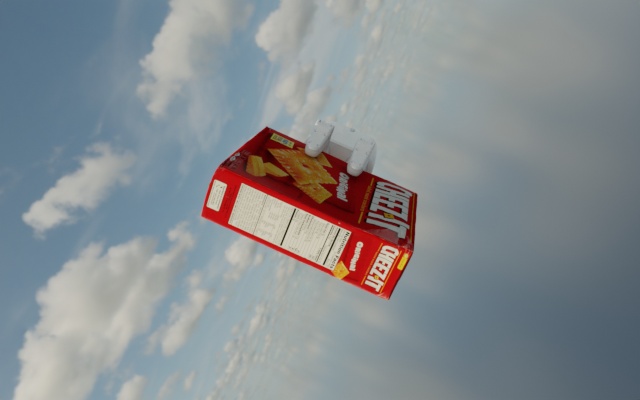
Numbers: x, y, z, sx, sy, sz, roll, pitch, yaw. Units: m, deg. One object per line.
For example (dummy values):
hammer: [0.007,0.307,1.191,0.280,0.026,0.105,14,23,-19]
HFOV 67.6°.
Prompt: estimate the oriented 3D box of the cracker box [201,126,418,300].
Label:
cracker box: [0.000,0.002,0.544,0.213,0.072,0.164,24,25,3]
